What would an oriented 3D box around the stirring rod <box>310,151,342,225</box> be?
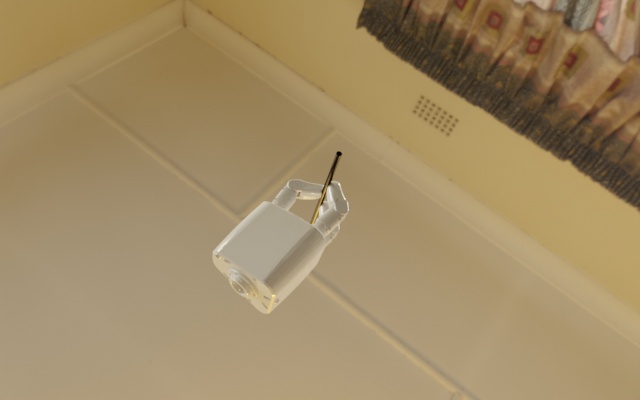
[{"bbox_3d":[0.000,0.002,0.726,0.011,0.011,0.240,0,-32,-14],"label":"stirring rod"}]
